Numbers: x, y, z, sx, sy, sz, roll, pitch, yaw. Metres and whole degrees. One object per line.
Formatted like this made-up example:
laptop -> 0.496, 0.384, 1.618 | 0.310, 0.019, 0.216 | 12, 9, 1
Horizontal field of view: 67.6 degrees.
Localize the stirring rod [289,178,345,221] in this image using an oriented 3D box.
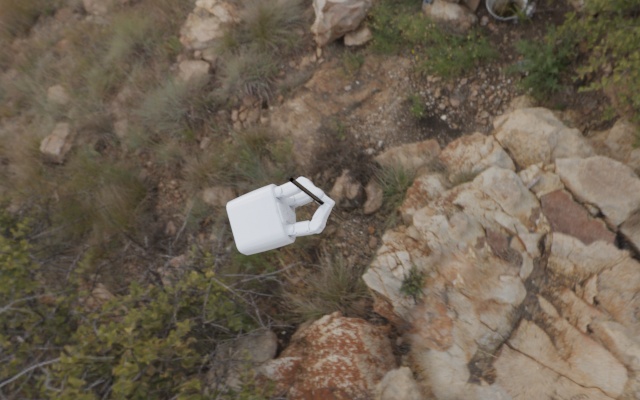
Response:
stirring rod -> 0.000, 0.003, 0.882 | 0.011, 0.011, 0.240 | 0, -18, 24
